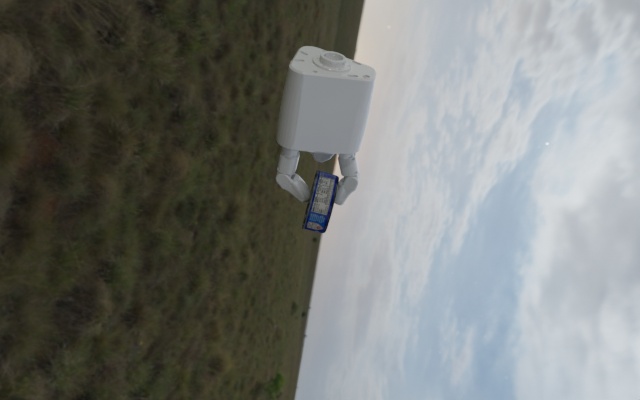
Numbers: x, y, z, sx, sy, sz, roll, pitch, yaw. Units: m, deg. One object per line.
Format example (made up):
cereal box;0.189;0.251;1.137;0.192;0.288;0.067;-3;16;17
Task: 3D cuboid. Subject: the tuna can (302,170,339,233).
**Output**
tuna can;0.001;0.002;0.674;0.034;0.086;0.086;14;-1;-2
